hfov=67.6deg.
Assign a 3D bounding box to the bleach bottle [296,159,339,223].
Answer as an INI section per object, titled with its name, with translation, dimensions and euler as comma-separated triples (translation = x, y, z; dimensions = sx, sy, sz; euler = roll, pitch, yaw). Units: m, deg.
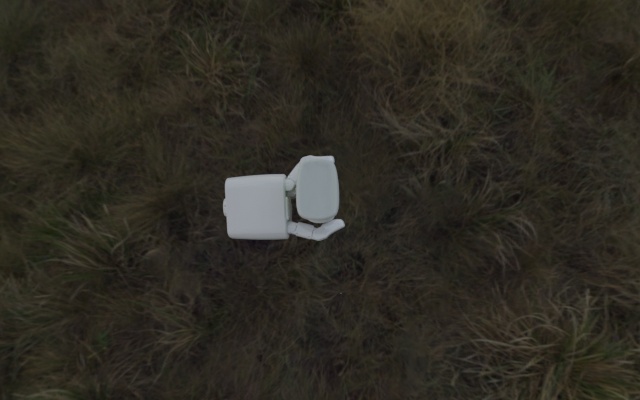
[bleach bottle]
translation = 0.000, 0.003, 0.870
dimensions = 0.068, 0.102, 0.251
euler = -1, -11, 2
